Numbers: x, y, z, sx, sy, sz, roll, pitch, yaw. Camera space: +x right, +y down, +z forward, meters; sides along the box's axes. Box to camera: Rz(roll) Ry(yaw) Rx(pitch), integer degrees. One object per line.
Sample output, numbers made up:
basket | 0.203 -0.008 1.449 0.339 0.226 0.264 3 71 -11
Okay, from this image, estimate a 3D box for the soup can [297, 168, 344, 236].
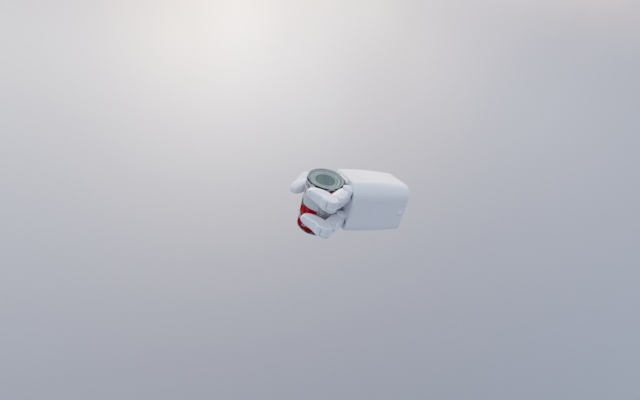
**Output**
soup can | 0.000 0.002 0.849 0.068 0.102 0.068 9 34 -6
